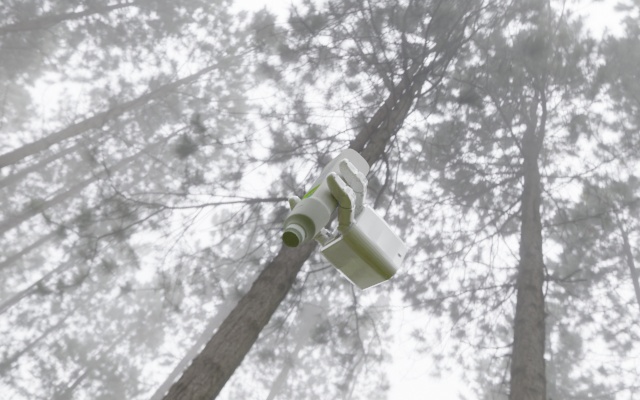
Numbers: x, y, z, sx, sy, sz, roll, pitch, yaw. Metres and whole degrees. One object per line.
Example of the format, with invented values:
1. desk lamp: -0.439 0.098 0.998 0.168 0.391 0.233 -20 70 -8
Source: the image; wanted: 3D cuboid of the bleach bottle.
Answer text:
1. bleach bottle: 0.000 0.002 0.794 0.103 0.068 0.250 -44 4 37
